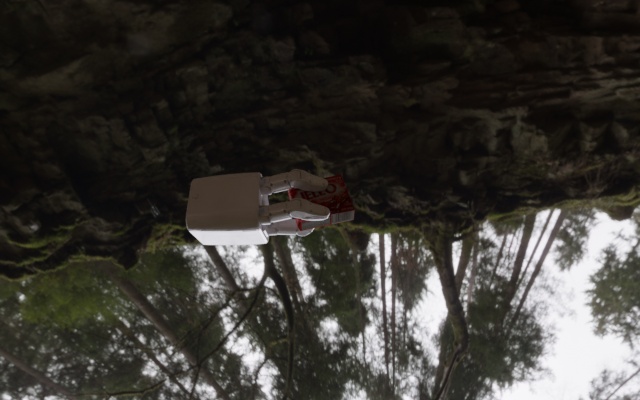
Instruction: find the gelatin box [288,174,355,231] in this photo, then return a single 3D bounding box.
[{"bbox_3d":[0.000,0.003,0.734,0.089,0.073,0.030,-12,-37,-10],"label":"gelatin box"}]
